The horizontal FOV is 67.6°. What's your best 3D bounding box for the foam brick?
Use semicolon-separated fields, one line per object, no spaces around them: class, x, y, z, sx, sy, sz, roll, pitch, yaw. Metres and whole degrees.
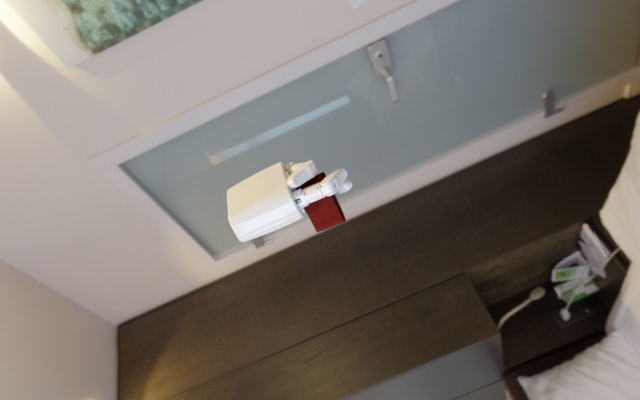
foam brick;0.000;0.003;0.775;0.051;0.078;0.053;-25;18;4
